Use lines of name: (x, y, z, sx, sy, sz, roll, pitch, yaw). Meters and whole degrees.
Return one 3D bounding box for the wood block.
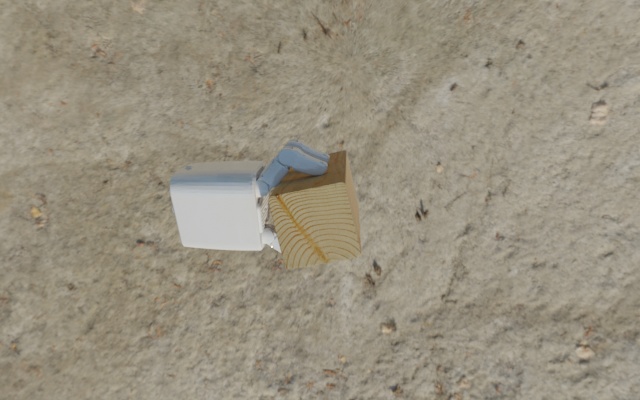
wood block: (0.000, 0.002, 0.625, 0.090, 0.091, 0.206, -11, 15, 7)
